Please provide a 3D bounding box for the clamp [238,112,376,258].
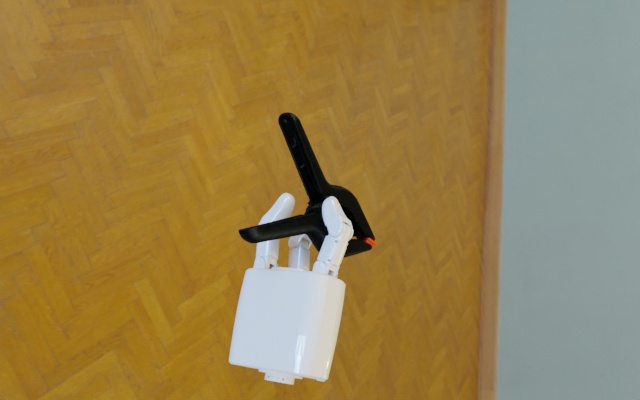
[{"bbox_3d":[0.001,0.002,0.586,0.036,0.164,0.210,-8,-27,42],"label":"clamp"}]
